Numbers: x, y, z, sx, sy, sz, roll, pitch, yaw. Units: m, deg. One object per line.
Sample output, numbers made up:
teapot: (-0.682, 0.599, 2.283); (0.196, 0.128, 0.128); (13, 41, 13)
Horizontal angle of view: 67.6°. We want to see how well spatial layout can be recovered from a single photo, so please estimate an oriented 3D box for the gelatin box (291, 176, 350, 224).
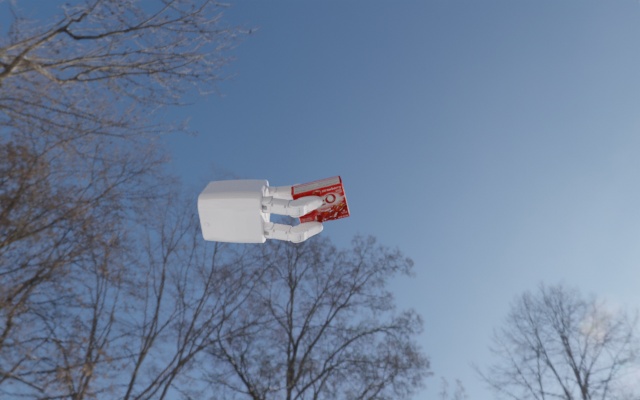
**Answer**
gelatin box: (0.000, 0.002, 0.829); (0.089, 0.073, 0.030); (-13, 35, 3)
